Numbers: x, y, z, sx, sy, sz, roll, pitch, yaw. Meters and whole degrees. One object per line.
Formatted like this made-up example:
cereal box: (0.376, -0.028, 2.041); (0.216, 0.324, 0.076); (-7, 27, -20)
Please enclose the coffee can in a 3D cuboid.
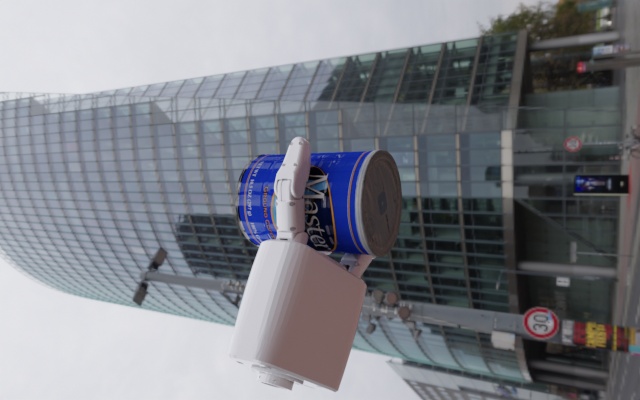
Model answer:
coffee can: (0.000, 0.001, 0.490); (0.140, 0.103, 0.103); (1, 0, 29)
